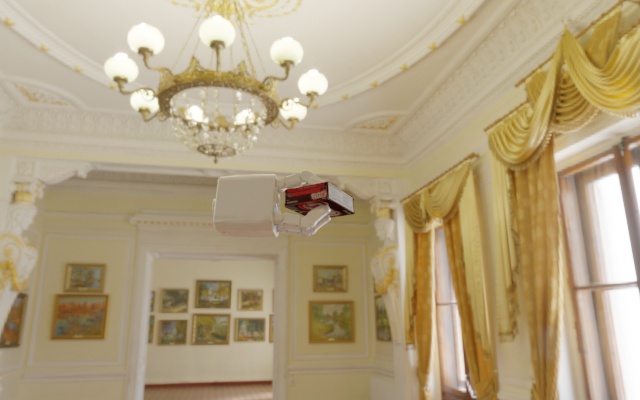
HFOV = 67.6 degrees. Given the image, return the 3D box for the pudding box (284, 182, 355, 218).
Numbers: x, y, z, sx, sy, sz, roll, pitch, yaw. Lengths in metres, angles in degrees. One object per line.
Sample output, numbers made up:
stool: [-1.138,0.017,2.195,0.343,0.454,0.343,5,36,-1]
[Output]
pudding box: [0.000,0.003,0.881,0.090,0.039,0.113,-9,-17,27]
